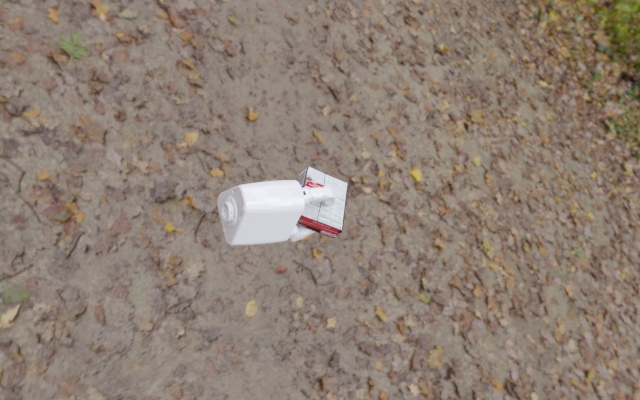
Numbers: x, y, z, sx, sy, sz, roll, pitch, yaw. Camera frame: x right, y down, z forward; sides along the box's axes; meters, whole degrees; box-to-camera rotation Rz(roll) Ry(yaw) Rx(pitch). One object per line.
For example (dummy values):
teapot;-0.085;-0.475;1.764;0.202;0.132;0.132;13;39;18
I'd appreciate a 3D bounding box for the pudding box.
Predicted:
pudding box;0.000;0.003;0.871;0.090;0.113;0.039;22;-35;-19
